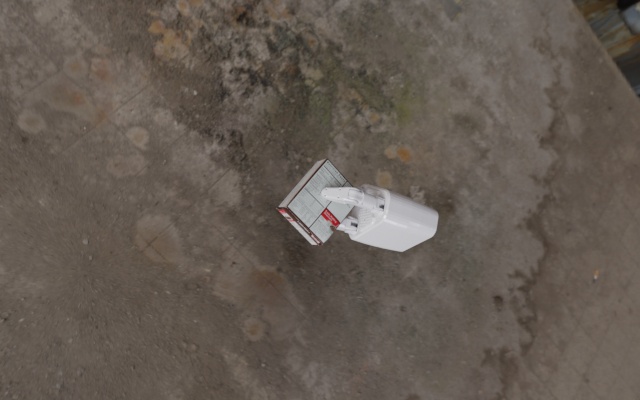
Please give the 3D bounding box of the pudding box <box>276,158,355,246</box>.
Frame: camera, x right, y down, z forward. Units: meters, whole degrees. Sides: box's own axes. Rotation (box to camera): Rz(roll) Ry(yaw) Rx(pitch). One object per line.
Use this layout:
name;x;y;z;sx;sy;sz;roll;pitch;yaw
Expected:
pudding box;0.000;0.003;0.759;0.090;0.113;0.039;46;-25;-15
